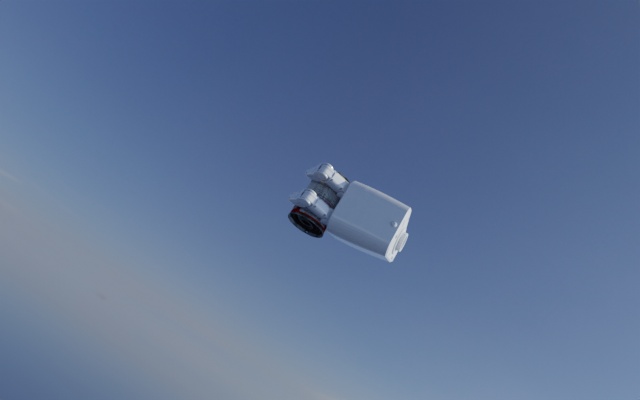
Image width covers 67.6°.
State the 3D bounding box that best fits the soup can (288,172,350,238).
[{"bbox_3d":[0.000,0.002,0.810,0.068,0.102,0.068,27,-23,13],"label":"soup can"}]
